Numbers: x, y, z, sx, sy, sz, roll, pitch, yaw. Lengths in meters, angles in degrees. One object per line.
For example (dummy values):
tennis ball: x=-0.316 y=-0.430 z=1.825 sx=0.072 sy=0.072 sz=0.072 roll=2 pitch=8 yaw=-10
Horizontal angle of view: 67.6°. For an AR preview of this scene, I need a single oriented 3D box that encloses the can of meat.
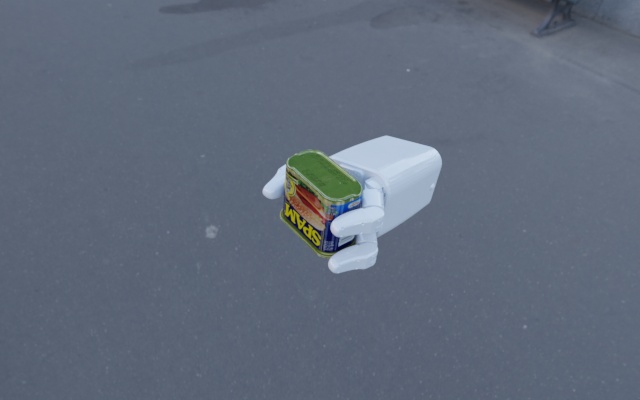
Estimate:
can of meat: x=0.000 y=0.002 z=0.552 sx=0.057 sy=0.084 sz=0.102 roll=-24 pitch=49 yaw=-32
